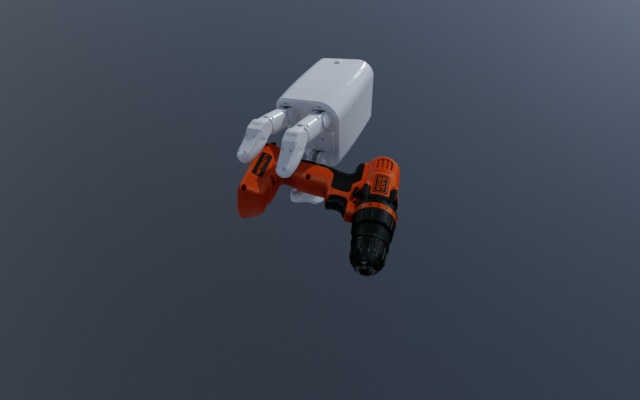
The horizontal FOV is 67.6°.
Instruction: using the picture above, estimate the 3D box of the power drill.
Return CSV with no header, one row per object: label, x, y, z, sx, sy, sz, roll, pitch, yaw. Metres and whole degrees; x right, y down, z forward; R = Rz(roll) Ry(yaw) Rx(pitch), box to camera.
power drill,0.000,0.002,0.575,0.187,0.057,0.184,13,41,5
